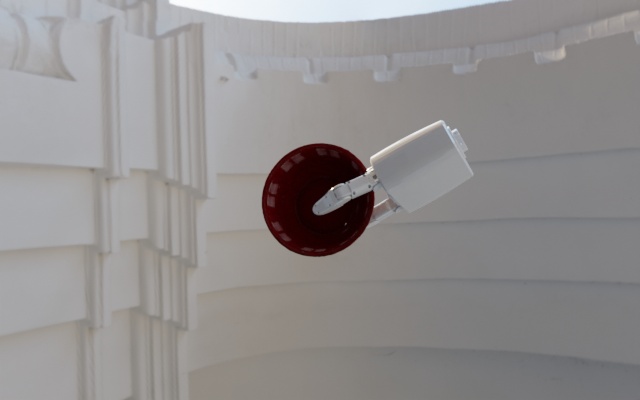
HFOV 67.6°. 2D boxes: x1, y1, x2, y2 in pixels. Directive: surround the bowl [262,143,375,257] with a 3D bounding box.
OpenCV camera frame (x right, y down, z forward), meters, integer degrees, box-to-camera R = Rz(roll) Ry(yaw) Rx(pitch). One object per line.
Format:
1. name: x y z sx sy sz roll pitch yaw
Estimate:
1. bowl: -0.001 0.003 0.688 0.162 0.162 0.055 0 -10 13
